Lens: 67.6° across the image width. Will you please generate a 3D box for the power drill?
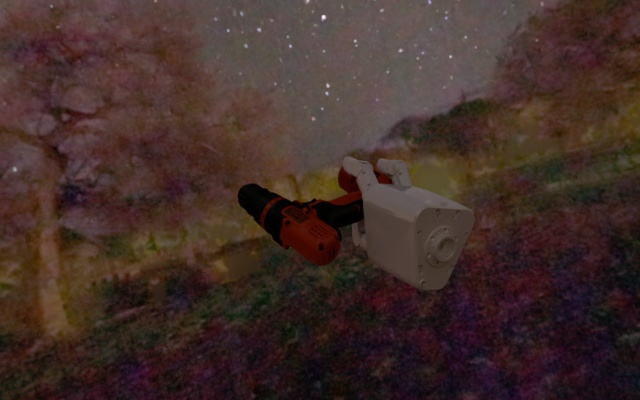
[{"bbox_3d":[0.001,0.002,0.676,0.187,0.057,0.184,-28,47,-34],"label":"power drill"}]
